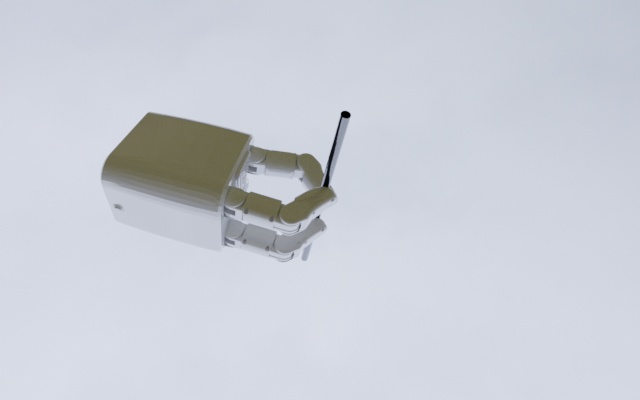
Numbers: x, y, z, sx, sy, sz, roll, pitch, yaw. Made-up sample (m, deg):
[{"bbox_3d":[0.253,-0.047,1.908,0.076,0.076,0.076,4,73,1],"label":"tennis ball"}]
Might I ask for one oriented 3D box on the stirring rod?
[{"bbox_3d":[0.000,0.001,0.453,0.011,0.011,0.240,0,-33,-11],"label":"stirring rod"}]
